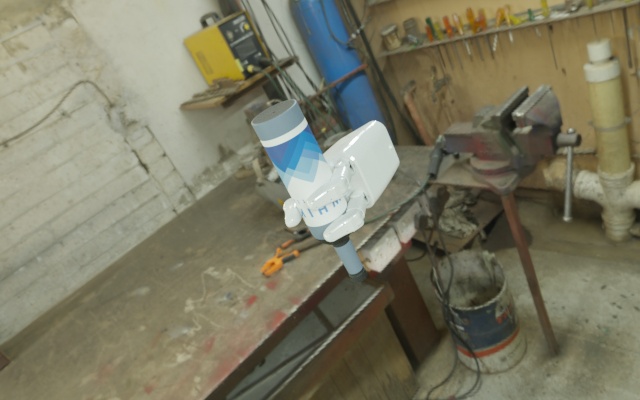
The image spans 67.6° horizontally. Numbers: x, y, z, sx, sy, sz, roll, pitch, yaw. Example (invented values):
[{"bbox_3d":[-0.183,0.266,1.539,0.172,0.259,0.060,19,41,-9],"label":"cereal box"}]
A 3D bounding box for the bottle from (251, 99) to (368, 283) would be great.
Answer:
[{"bbox_3d":[0.000,0.002,0.686,0.069,0.296,0.069,-22,26,11],"label":"bottle"}]
